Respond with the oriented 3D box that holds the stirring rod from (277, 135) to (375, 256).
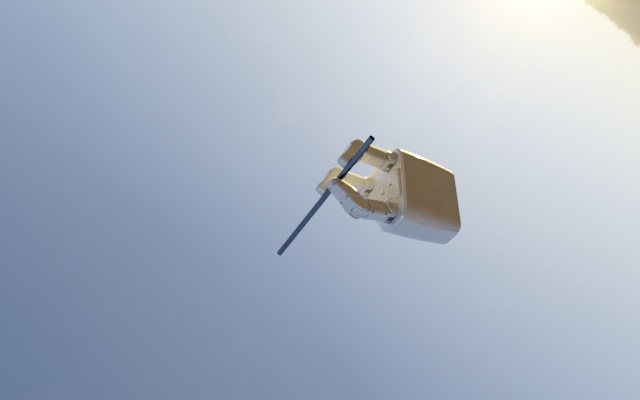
[{"bbox_3d":[0.000,0.002,0.630,0.011,0.011,0.240,0,-39,-40],"label":"stirring rod"}]
